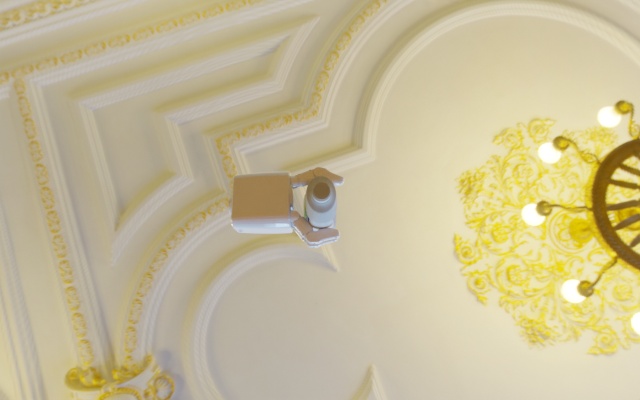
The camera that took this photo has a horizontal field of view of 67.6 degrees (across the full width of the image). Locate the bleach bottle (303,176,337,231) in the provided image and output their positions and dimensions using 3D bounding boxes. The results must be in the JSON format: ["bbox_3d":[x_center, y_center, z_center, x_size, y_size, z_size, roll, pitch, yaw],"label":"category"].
[{"bbox_3d":[0.000,0.003,0.874,0.068,0.102,0.251,-2,-12,-1],"label":"bleach bottle"}]
